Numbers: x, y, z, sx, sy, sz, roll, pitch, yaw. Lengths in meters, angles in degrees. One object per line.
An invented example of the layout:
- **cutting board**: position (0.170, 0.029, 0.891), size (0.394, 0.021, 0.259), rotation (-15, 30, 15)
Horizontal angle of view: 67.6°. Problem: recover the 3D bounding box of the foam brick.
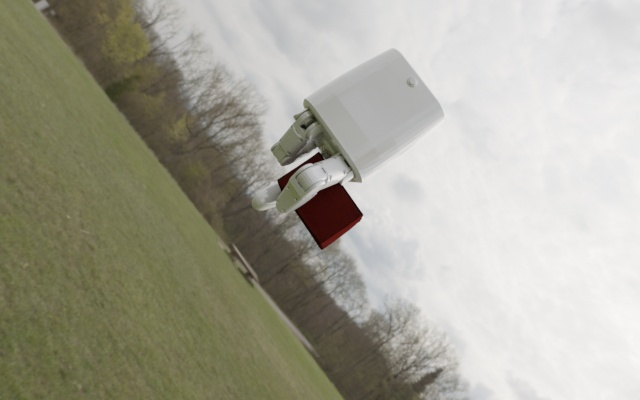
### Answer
- **foam brick**: position (0.000, 0.002, 0.477), size (0.051, 0.078, 0.053), rotation (-34, -9, -6)
